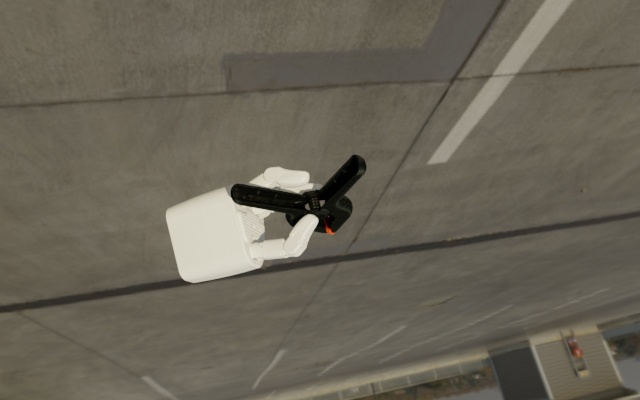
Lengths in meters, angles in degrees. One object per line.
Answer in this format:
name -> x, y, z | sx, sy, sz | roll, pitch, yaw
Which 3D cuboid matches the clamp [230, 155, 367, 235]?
clamp -> 0.000, 0.003, 0.636 | 0.164, 0.036, 0.210 | -15, -22, 15
